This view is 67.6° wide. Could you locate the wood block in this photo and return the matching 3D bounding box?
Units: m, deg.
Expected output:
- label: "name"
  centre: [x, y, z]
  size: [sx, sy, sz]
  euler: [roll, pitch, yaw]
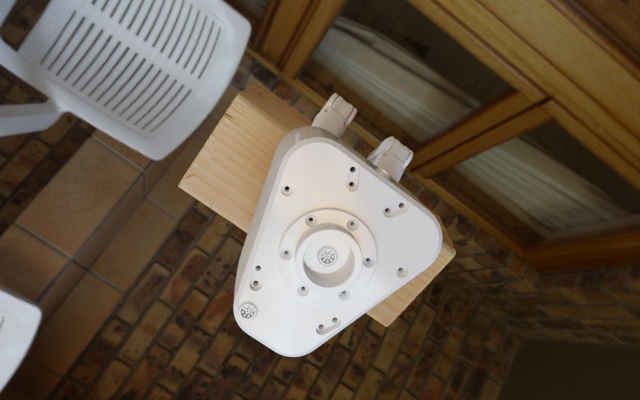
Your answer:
- label: "wood block"
  centre: [0.000, 0.002, 0.410]
  size: [0.206, 0.091, 0.090]
  euler: [36, 17, -9]
